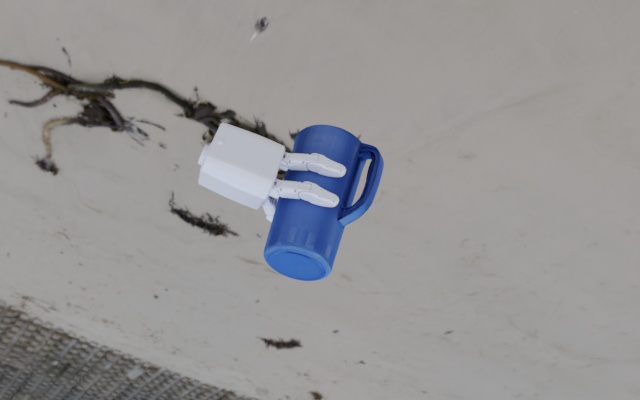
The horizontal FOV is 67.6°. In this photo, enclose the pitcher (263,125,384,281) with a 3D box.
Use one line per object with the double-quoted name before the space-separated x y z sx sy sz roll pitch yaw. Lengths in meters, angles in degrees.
"pitcher" 0.000 0.003 0.781 0.145 0.242 0.149 22 -34 -10
